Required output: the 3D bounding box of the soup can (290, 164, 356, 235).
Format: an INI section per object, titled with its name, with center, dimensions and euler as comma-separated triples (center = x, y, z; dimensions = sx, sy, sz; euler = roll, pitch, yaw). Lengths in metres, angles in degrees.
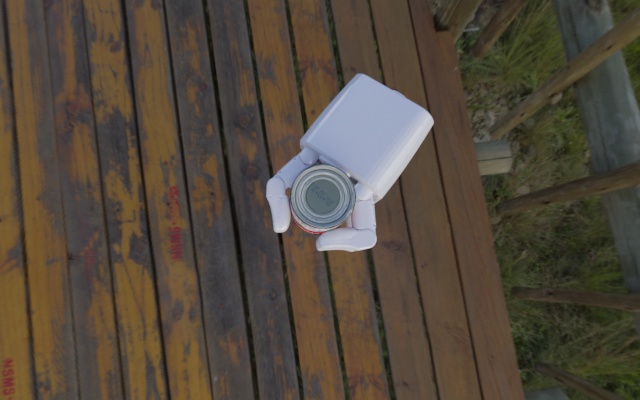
[soup can]
center = 0.000, 0.002, 0.523
dimensions = 0.068, 0.068, 0.102
euler = 0, -7, -3
